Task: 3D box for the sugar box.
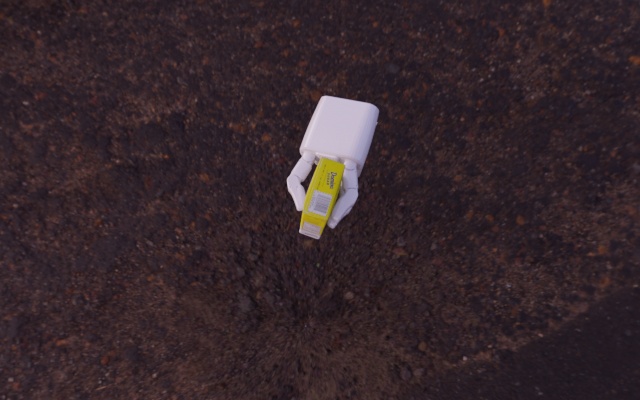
[{"bbox_3d":[0.001,0.003,0.788,0.048,0.093,0.176,19,-14,3],"label":"sugar box"}]
